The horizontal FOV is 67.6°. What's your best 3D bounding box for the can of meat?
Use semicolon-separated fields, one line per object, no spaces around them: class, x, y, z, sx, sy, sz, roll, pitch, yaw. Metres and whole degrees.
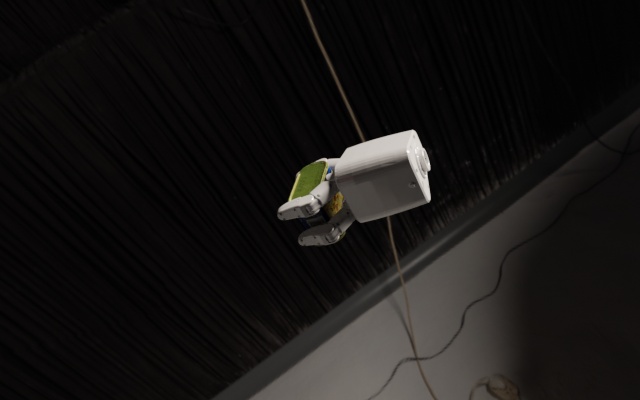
can of meat;0.000;0.002;0.719;0.057;0.084;0.102;-14;37;25
